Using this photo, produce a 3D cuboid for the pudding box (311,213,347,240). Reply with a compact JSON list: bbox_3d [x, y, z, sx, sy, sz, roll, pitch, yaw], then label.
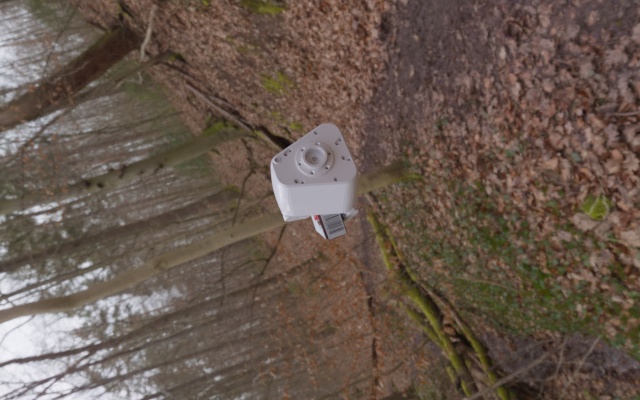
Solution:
[{"bbox_3d":[0.000,0.003,0.780,0.039,0.113,0.090,-19,9,-8],"label":"pudding box"}]
